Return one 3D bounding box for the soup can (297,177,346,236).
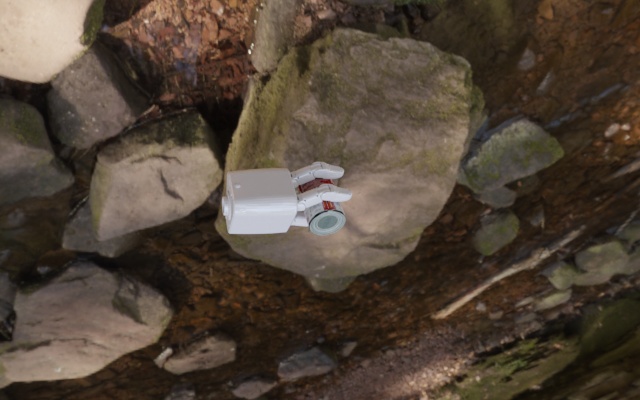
[{"bbox_3d":[0.001,0.003,0.851,0.068,0.102,0.069,-11,-40,-9],"label":"soup can"}]
